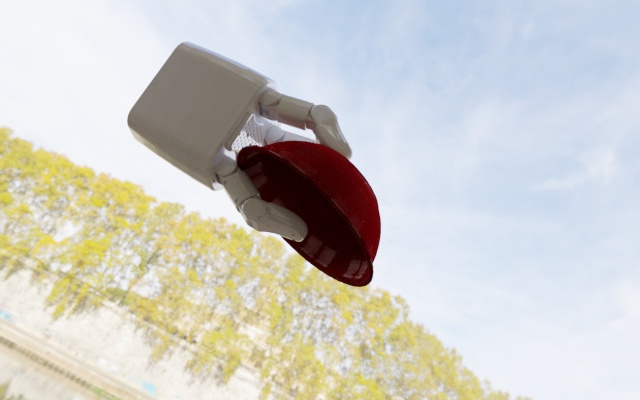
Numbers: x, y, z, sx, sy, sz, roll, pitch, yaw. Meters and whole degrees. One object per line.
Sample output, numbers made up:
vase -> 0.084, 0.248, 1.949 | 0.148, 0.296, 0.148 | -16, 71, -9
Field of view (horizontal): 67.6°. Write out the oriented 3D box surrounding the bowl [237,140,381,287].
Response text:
bowl -> 0.001, 0.002, 0.429 | 0.055, 0.162, 0.162 | -43, 19, -22
